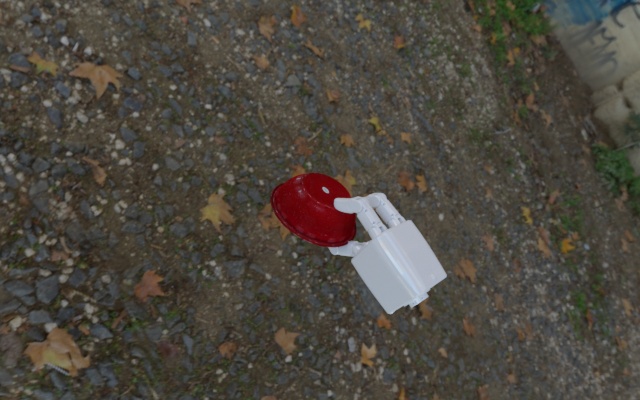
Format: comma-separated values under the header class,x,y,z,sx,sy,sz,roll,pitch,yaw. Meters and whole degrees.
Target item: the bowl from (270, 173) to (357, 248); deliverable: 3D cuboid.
class,x,y,z,sx,sy,sz,roll,pitch,yaw
bowl,-0.001,0.002,0.806,0.162,0.055,0.162,20,34,-14
